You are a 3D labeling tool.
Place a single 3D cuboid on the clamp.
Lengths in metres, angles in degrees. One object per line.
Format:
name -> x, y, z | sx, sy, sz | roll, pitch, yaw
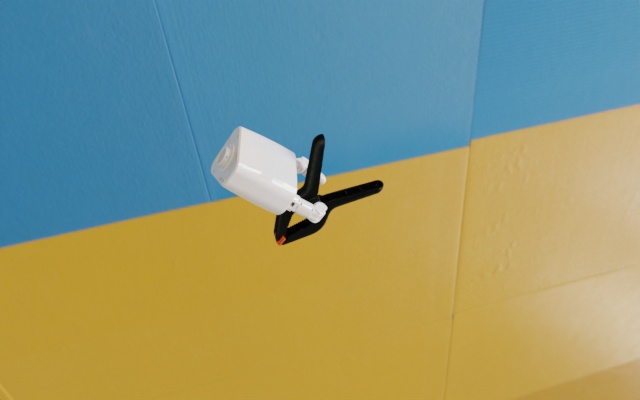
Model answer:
clamp -> 0.000, 0.003, 0.832 | 0.164, 0.210, 0.036 | 27, 21, -29
